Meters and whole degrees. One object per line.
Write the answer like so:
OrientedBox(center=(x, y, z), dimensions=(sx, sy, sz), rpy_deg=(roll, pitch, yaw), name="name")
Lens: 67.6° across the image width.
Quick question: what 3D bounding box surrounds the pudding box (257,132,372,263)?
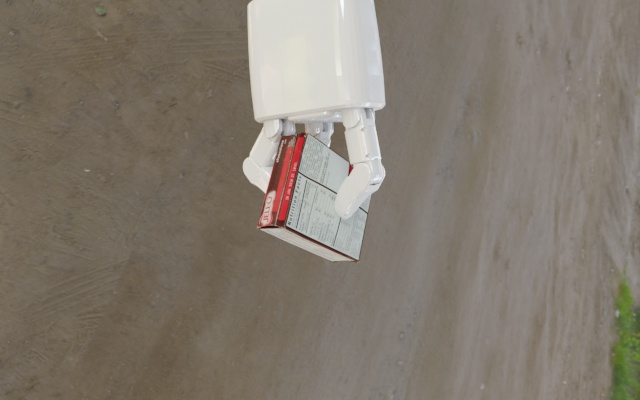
OrientedBox(center=(0.000, 0.001, 0.445), dimensions=(0.039, 0.090, 0.113), rpy_deg=(-2, -23, 43), name="pudding box")
